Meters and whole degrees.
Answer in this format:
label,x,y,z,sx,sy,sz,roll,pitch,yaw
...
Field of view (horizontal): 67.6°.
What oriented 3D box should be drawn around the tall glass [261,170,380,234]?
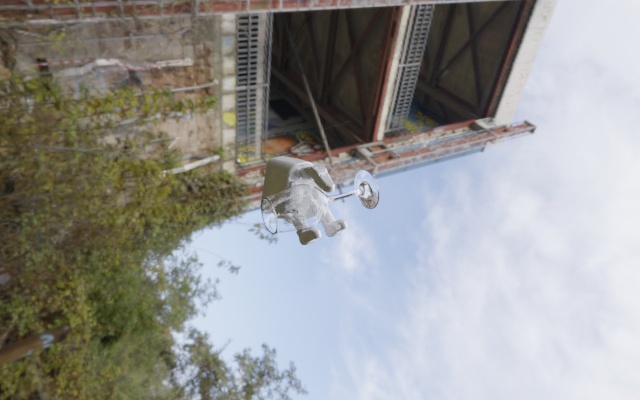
label,x,y,z,sx,sy,sz,roll,pitch,yaw
tall glass,0.001,0.003,0.828,0.201,0.079,0.079,-15,7,-28
